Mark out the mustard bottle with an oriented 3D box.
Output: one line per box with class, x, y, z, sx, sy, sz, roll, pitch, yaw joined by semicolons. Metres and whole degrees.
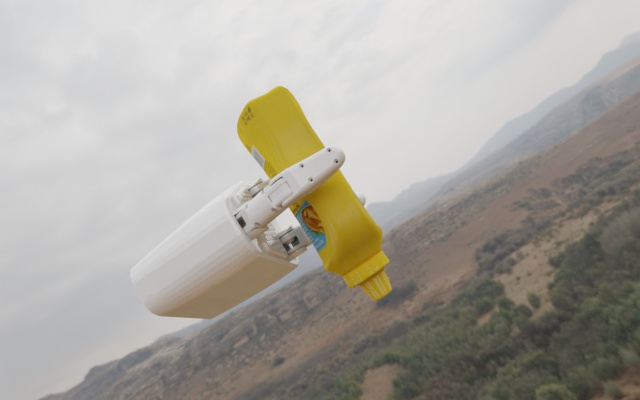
mustard bottle;0.000;0.001;0.412;0.058;0.191;0.096;-31;-7;-15
